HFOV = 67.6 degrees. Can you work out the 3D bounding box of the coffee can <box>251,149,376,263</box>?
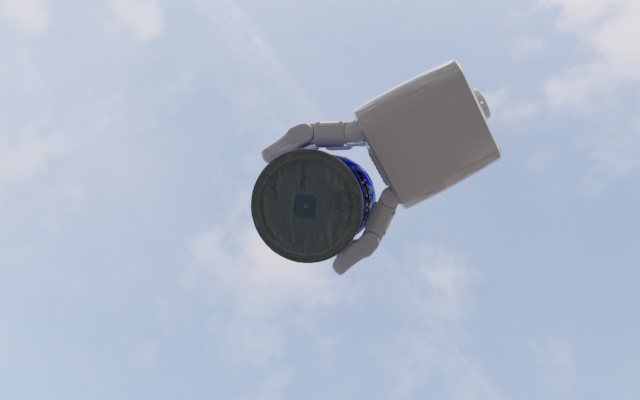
[{"bbox_3d":[0.000,0.002,0.491,0.103,0.103,0.140,0,3,11],"label":"coffee can"}]
